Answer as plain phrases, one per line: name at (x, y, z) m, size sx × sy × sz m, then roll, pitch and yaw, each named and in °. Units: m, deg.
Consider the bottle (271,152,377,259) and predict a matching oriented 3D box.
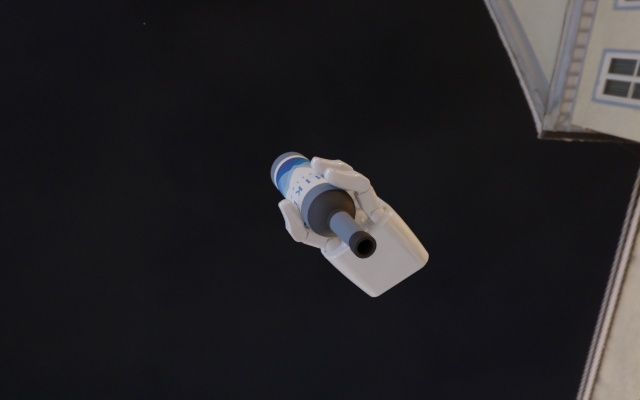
bottle at (0.000, 0.002, 0.641) m, size 0.069 × 0.069 × 0.295 m, roll 0°, pitch 19°, yaw -20°
